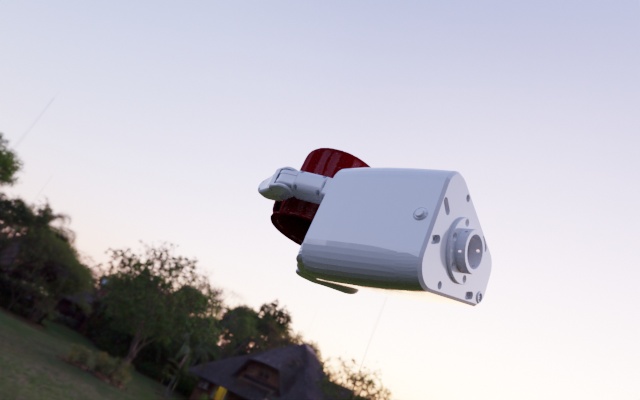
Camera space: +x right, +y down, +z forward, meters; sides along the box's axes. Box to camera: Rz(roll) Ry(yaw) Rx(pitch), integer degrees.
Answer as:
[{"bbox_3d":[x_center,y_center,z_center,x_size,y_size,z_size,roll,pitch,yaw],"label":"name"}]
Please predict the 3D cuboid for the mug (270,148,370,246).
[{"bbox_3d":[-0.001,0.001,0.484,0.117,0.081,0.093,3,-30,43],"label":"mug"}]
